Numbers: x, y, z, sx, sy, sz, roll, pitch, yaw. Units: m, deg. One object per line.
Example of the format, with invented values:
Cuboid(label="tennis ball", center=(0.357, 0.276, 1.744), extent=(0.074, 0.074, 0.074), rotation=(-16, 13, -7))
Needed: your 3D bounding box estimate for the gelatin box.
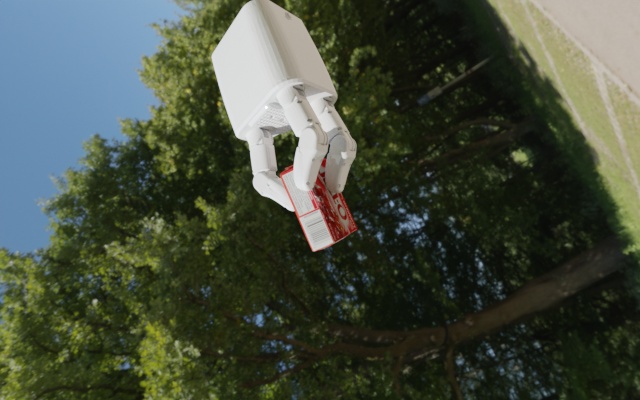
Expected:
Cuboid(label="gelatin box", center=(0.000, 0.002, 0.506), extent=(0.030, 0.089, 0.073), rotation=(-24, -2, 23))
